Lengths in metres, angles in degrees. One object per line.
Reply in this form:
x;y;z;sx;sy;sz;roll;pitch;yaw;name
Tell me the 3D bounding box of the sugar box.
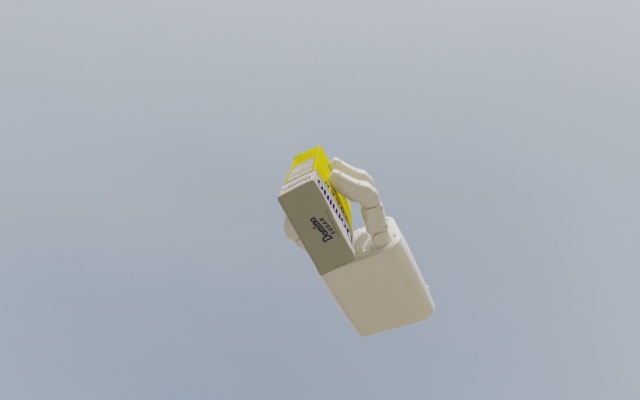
0.001;0.002;0.533;0.048;0.093;0.176;-26;15;7;sugar box
